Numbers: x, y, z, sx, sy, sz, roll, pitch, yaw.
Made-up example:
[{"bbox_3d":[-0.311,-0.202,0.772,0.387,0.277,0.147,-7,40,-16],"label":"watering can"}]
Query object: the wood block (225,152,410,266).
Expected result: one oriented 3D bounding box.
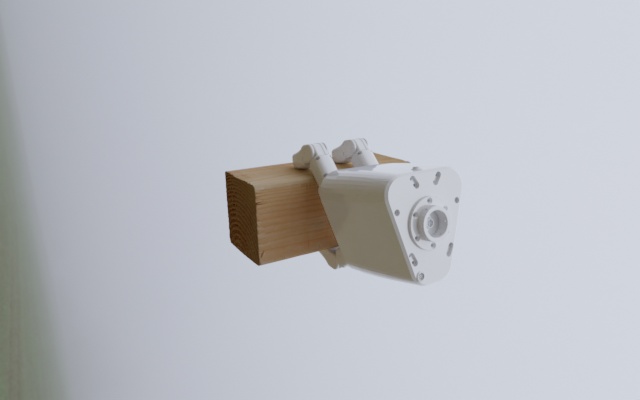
[{"bbox_3d":[0.000,0.002,0.575,0.206,0.091,0.090,-10,19,-29],"label":"wood block"}]
